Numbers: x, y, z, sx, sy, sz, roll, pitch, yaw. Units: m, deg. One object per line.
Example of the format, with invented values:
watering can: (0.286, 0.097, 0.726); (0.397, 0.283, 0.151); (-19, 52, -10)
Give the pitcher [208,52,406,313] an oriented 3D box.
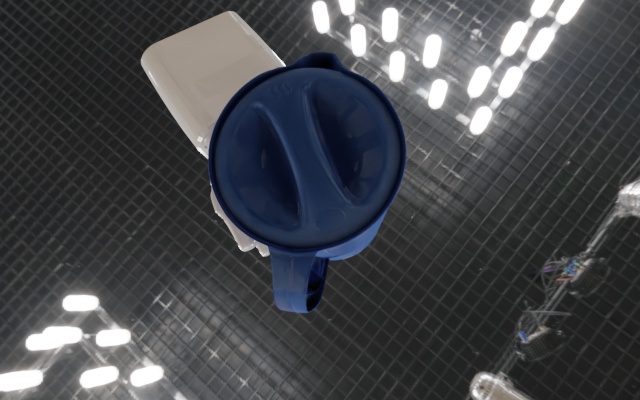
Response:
pitcher: (0.000, 0.001, 0.426); (0.149, 0.145, 0.243); (-40, -13, -3)
